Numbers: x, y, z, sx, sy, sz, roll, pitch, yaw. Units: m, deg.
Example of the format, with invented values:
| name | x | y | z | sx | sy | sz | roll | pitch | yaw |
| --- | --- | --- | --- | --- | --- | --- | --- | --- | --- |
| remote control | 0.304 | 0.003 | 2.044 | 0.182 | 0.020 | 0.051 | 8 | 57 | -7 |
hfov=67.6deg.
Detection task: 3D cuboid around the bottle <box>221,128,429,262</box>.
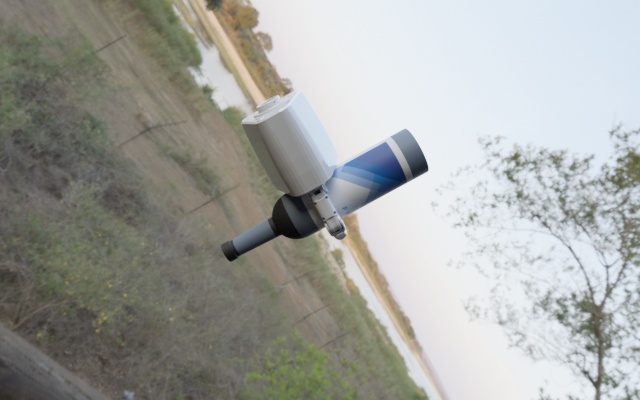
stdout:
| name | x | y | z | sx | sy | sz | roll | pitch | yaw |
| --- | --- | --- | --- | --- | --- | --- | --- | --- | --- |
| bottle | 0.000 | 0.002 | 0.648 | 0.296 | 0.069 | 0.069 | -28 | -1 | 2 |
